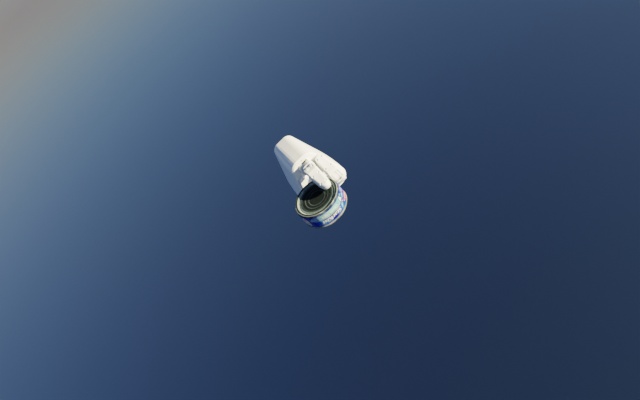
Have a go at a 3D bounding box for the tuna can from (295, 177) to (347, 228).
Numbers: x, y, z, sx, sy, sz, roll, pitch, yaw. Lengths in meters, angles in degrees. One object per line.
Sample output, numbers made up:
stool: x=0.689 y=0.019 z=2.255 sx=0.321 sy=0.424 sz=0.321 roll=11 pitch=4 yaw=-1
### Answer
tuna can: x=0.000 y=0.002 z=0.811 sx=0.086 sy=0.086 sz=0.034 roll=0 pitch=-35 yaw=37
